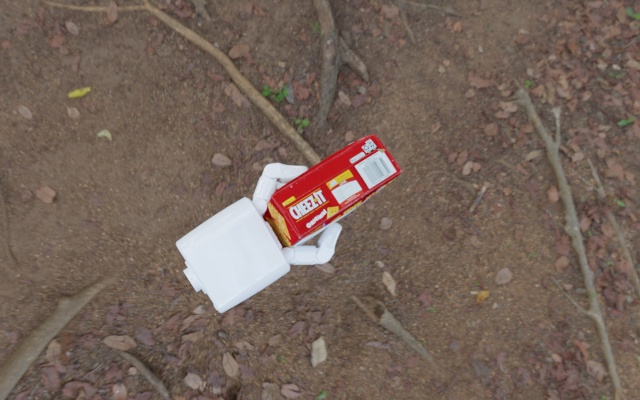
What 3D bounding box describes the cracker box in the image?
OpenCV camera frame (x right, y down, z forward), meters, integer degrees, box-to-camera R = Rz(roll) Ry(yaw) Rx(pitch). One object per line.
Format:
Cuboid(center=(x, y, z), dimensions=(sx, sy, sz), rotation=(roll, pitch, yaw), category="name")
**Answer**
Cuboid(center=(0.000, 0.002, 0.682), dimensions=(0.164, 0.072, 0.214), rotation=(-33, -4, -17), category="cracker box")
